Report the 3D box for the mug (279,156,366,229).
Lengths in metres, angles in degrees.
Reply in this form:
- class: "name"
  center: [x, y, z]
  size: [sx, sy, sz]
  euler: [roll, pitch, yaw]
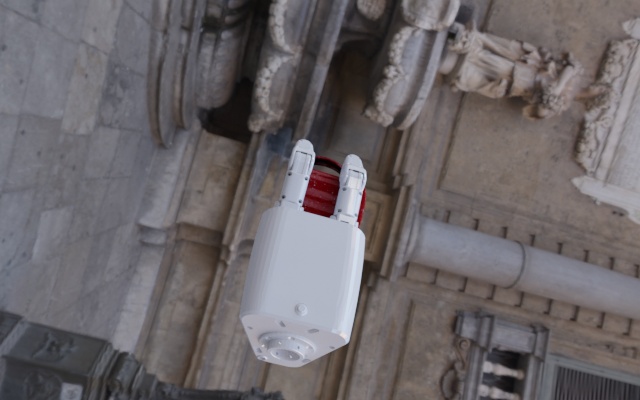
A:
- class: "mug"
  center: [0.000, 0.001, 0.518]
  size: [0.081, 0.117, 0.093]
  euler: [16, -37, -6]
